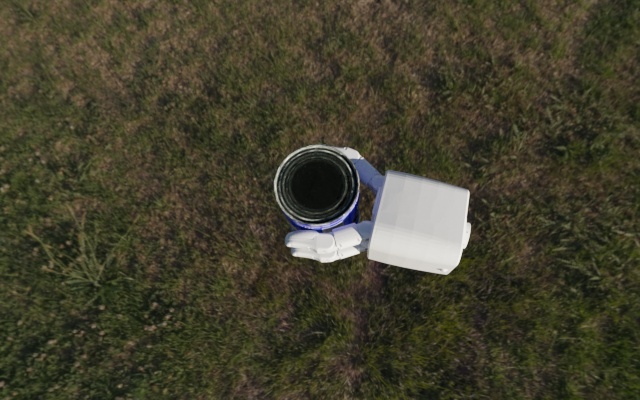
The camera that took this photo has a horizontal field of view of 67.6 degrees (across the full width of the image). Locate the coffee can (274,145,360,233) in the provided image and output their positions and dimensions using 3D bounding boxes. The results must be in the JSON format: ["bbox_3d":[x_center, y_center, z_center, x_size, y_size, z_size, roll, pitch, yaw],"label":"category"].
[{"bbox_3d":[0.000,0.002,0.630,0.103,0.102,0.140,0,-18,5],"label":"coffee can"}]
